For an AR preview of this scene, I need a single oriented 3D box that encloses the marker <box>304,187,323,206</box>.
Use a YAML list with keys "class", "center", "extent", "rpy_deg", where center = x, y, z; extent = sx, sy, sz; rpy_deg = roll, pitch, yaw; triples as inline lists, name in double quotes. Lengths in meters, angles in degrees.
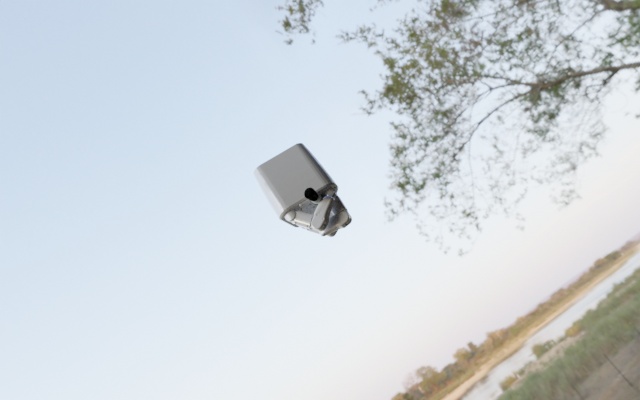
- class: "marker"
  center: [0.000, 0.003, 0.807]
  extent: [0.020, 0.020, 0.121]
  rpy_deg: [0, -15, 20]
